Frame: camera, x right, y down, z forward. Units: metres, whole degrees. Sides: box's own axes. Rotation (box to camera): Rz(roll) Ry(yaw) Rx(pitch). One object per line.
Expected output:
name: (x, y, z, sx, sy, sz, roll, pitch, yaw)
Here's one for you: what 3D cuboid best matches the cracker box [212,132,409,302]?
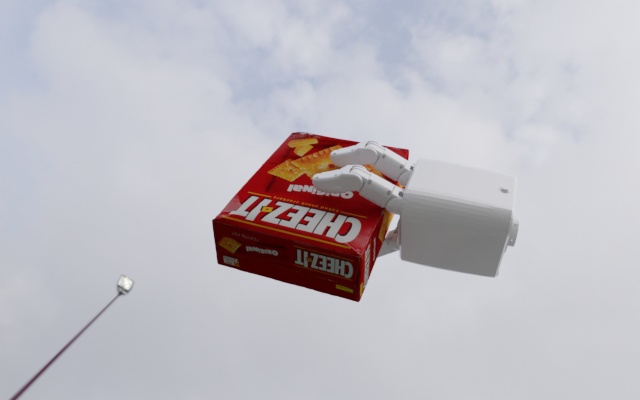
cracker box: (0.000, 0.002, 0.558, 0.164, 0.072, 0.213, 12, 37, 17)
